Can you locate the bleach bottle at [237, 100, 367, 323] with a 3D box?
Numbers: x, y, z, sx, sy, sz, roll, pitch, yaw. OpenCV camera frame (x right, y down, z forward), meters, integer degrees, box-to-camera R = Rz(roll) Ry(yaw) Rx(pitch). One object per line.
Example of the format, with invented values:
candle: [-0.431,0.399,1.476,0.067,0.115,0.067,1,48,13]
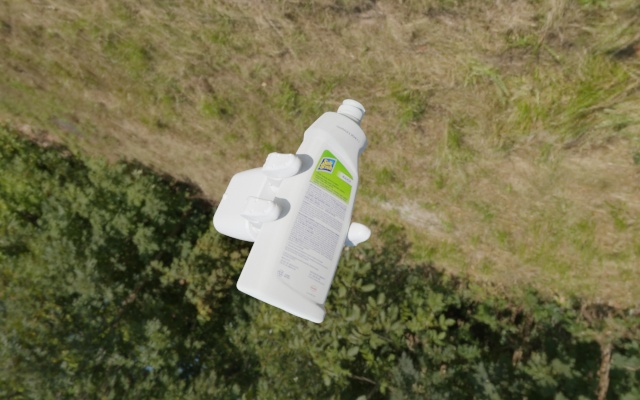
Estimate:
bleach bottle: [0.000,0.002,0.546,0.102,0.250,0.068,33,-18,-32]
